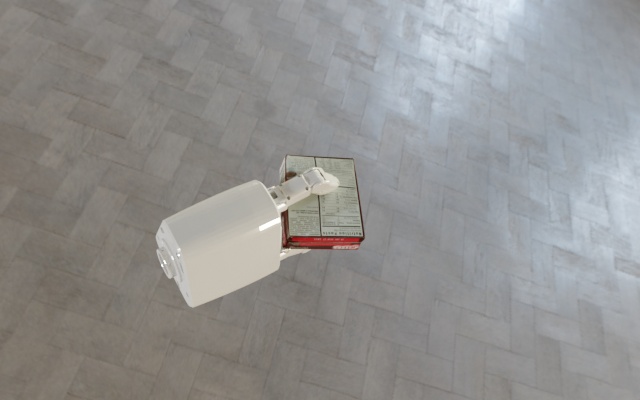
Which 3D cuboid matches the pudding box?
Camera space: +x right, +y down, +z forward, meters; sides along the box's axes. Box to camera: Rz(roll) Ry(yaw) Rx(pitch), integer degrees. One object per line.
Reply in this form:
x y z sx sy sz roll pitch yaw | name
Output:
0.000 0.002 0.563 0.090 0.113 0.039 3 -28 -13 | pudding box
